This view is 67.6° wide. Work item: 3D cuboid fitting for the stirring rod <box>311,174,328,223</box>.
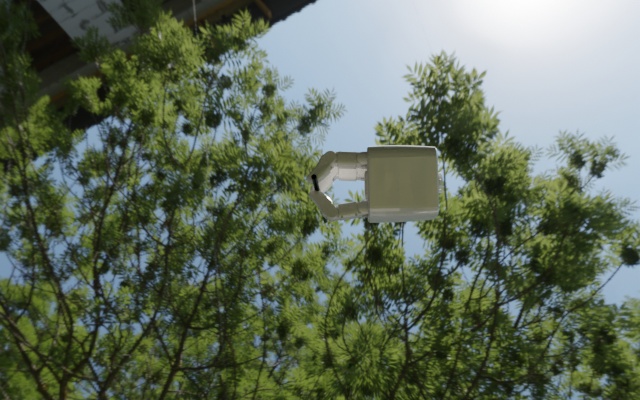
[{"bbox_3d":[0.000,0.003,0.808,0.011,0.011,0.240,0,-18,5],"label":"stirring rod"}]
